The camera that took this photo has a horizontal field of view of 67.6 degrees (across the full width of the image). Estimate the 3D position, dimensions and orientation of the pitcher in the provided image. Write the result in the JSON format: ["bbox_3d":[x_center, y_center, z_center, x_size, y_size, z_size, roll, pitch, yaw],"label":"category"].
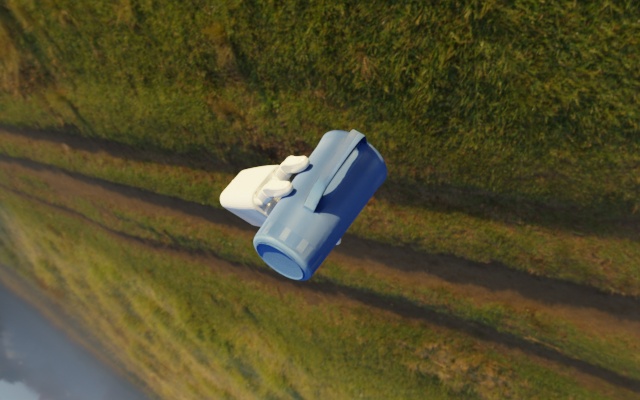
[{"bbox_3d":[0.000,0.003,0.781,0.145,0.242,0.149,3,-43,45],"label":"pitcher"}]
